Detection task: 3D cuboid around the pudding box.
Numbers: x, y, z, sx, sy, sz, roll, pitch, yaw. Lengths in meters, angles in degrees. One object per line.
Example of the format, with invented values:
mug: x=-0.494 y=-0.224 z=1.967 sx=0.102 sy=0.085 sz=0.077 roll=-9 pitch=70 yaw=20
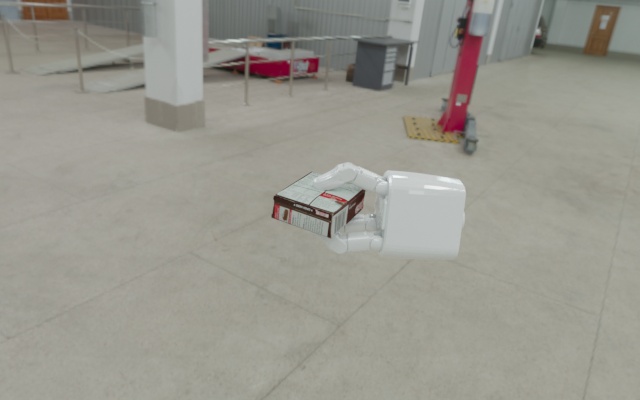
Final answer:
pudding box: x=0.000 y=0.002 z=0.652 sx=0.090 sy=0.039 sz=0.113 roll=17 pitch=25 yaw=22
